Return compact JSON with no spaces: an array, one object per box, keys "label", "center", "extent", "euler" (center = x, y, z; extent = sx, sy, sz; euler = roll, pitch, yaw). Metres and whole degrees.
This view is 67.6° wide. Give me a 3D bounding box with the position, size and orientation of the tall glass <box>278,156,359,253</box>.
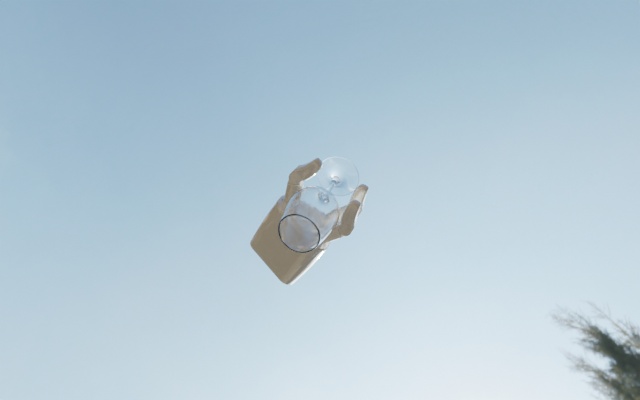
[{"label":"tall glass","center":[0.000,0.002,0.736],"extent":[0.079,0.079,0.201],"euler":[0,26,20]}]
